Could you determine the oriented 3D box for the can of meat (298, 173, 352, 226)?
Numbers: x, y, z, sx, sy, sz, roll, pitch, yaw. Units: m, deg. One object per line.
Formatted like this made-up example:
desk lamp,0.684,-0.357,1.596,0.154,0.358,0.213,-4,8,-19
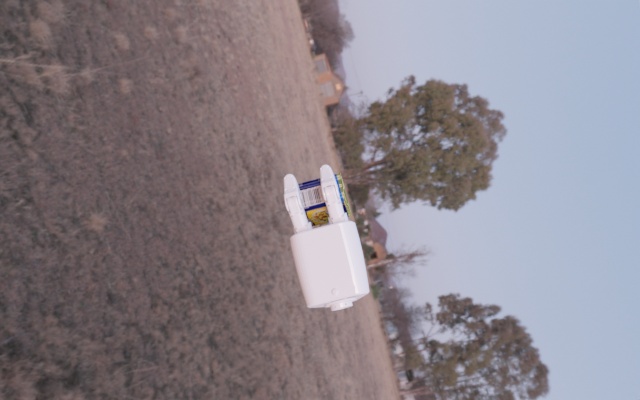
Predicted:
can of meat,0.000,0.002,0.745,0.084,0.057,0.102,-14,-19,4
